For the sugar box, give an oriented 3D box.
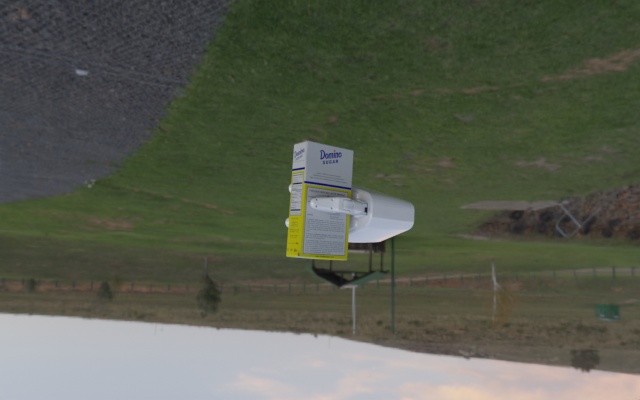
[{"bbox_3d":[0.000,0.003,0.744,0.093,0.176,0.048,8,-9,-35],"label":"sugar box"}]
